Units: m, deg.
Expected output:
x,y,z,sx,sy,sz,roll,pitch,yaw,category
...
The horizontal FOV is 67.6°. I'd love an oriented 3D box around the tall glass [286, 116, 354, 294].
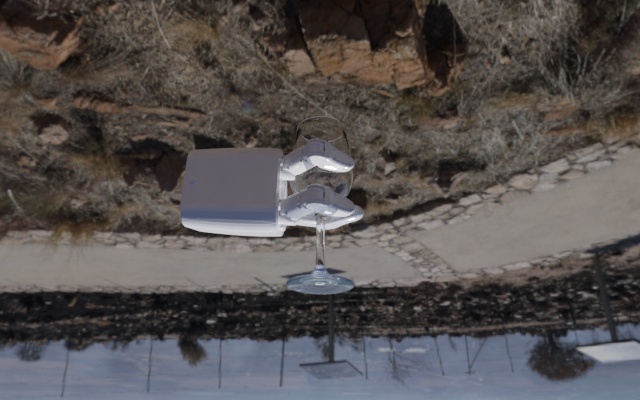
x,y,z,sx,sy,sz,roll,pitch,yaw,category
0.000,0.002,0.557,0.079,0.201,0.079,1,-25,0,tall glass
